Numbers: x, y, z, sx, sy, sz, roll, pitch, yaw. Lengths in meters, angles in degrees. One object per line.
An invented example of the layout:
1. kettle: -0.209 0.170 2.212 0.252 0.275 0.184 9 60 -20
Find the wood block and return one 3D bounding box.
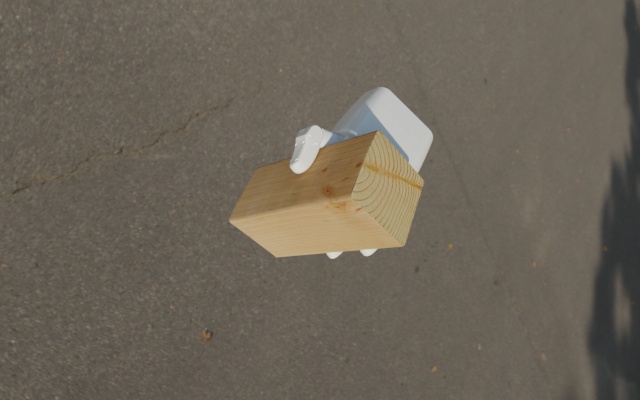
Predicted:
1. wood block: 0.000 0.001 0.553 0.206 0.090 0.091 -12 -45 46
